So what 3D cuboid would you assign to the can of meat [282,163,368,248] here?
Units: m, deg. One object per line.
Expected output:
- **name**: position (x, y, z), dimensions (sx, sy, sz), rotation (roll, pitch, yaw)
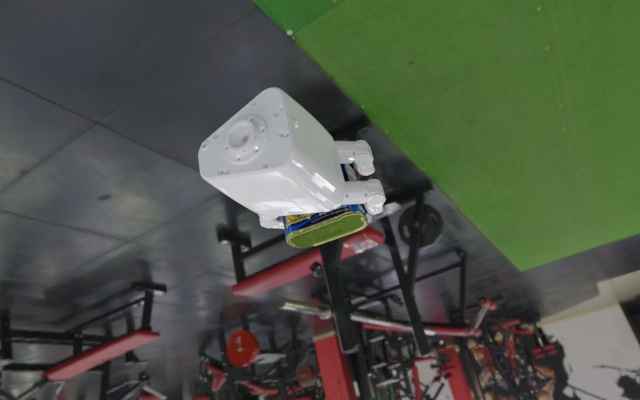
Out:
- **can of meat**: position (0.000, 0.002, 0.571), dimensions (0.102, 0.084, 0.057), rotation (-21, -28, 16)
